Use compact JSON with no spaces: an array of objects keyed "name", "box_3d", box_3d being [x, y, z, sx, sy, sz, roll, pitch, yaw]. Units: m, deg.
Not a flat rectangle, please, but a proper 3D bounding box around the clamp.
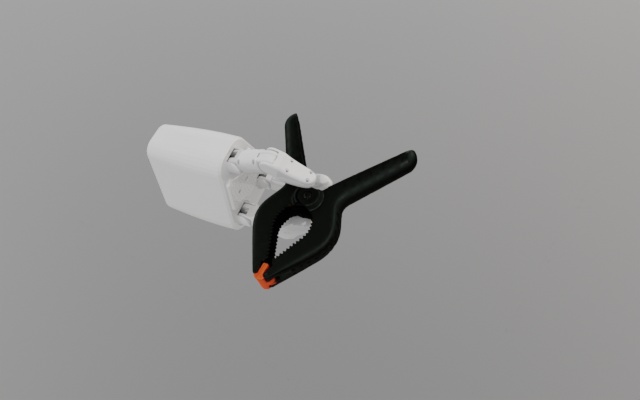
[{"name":"clamp","box_3d":[0.000,0.002,0.506,0.164,0.210,0.036,14,-28,20]}]
